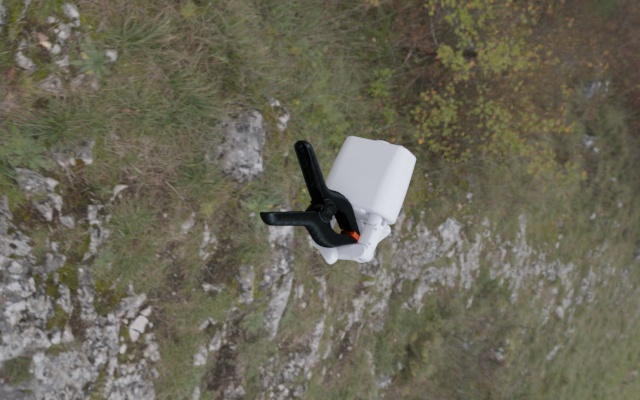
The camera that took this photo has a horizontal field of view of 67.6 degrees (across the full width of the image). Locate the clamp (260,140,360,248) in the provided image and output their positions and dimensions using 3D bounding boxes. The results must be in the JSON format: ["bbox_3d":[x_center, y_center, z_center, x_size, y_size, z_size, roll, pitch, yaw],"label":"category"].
[{"bbox_3d":[0.001,0.002,0.640,0.039,0.120,0.171,12,-15,45],"label":"clamp"}]
